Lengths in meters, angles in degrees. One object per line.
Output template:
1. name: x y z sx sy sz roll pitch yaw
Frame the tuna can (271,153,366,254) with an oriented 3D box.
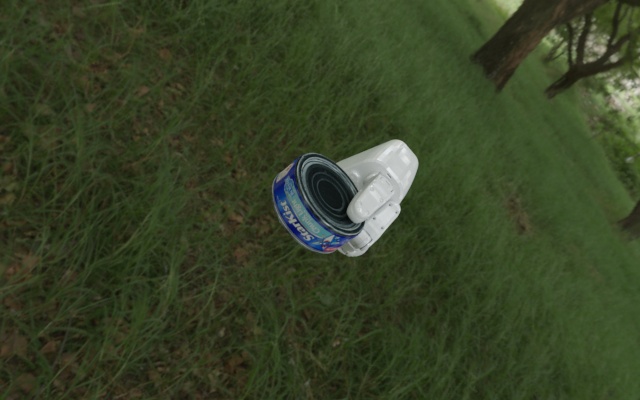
1. tuna can: 0.000 0.001 0.419 0.034 0.086 0.086 -36 -22 33
